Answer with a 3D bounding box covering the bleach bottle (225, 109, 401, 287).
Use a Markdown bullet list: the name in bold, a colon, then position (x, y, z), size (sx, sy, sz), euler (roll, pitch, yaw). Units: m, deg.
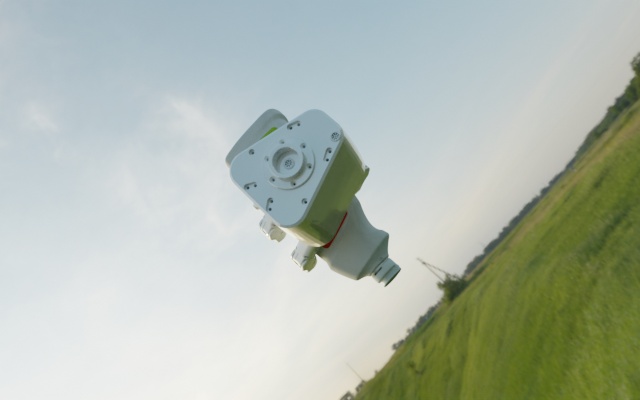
- **bleach bottle**: position (0.000, 0.002, 0.580), size (0.250, 0.102, 0.068), euler (42, 1, 19)
